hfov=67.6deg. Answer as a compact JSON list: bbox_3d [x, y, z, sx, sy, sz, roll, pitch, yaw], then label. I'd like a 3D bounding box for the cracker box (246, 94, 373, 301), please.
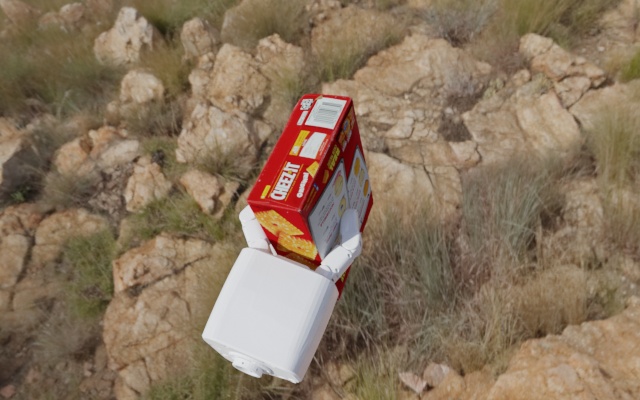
[{"bbox_3d":[0.000,0.002,0.593,0.072,0.164,0.214,11,-32,21],"label":"cracker box"}]
